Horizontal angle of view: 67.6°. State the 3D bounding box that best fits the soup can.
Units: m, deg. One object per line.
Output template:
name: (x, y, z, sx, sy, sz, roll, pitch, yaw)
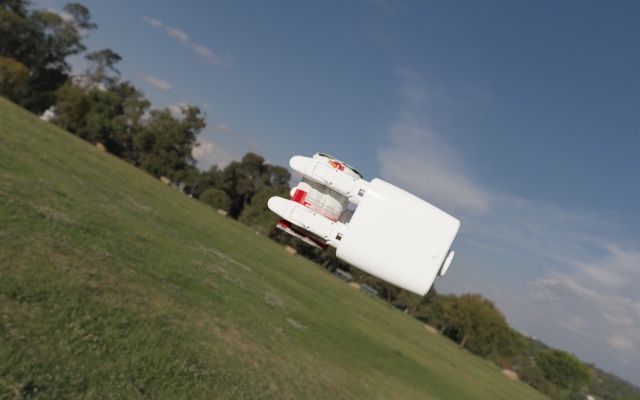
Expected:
soup can: (0.000, 0.001, 0.581, 0.068, 0.102, 0.068, 27, -5, 2)
